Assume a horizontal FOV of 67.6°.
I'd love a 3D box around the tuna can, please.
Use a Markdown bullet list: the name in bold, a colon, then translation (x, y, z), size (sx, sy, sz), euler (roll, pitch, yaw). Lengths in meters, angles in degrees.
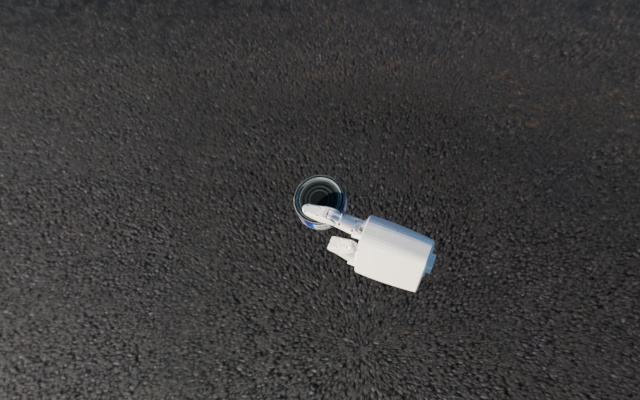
- **tuna can**: translation (0.000, 0.002, 0.773), size (0.086, 0.086, 0.034), euler (0, -19, 10)
